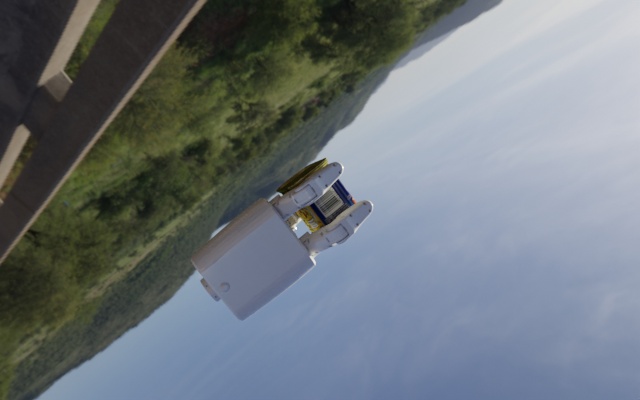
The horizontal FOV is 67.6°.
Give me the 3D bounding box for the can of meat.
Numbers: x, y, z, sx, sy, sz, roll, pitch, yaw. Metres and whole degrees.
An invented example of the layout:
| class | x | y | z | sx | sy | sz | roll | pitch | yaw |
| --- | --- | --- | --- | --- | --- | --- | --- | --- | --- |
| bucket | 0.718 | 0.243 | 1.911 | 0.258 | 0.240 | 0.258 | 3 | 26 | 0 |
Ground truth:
| class | x | y | z | sx | sy | sz | roll | pitch | yaw |
| --- | --- | --- | --- | --- | --- | --- | --- | --- | --- |
| can of meat | 0.000 | 0.002 | 0.577 | 0.057 | 0.084 | 0.102 | -39 | 9 | -14 |
